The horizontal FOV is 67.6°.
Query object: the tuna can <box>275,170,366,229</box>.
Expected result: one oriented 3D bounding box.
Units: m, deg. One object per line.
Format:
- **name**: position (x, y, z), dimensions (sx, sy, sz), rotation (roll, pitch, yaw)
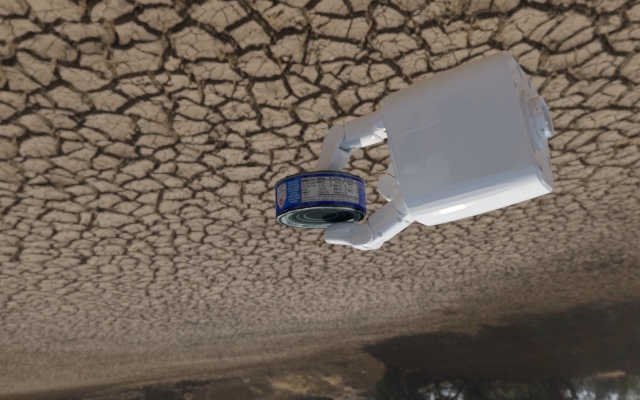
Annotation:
- **tuna can**: position (0.000, 0.002, 0.447), dimensions (0.086, 0.033, 0.086), rotation (-2, -16, -1)
